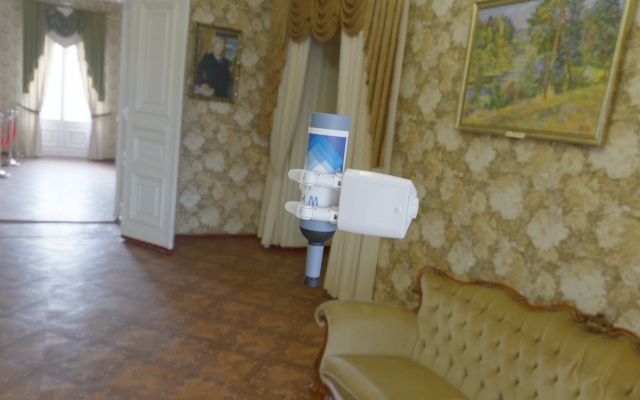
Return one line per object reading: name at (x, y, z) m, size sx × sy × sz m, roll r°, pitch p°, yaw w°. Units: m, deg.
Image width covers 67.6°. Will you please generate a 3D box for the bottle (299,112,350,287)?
bottle at (0.000, 0.002, 0.811) m, size 0.069 × 0.296 × 0.069 m, roll 6°, pitch 9°, yaw -1°
